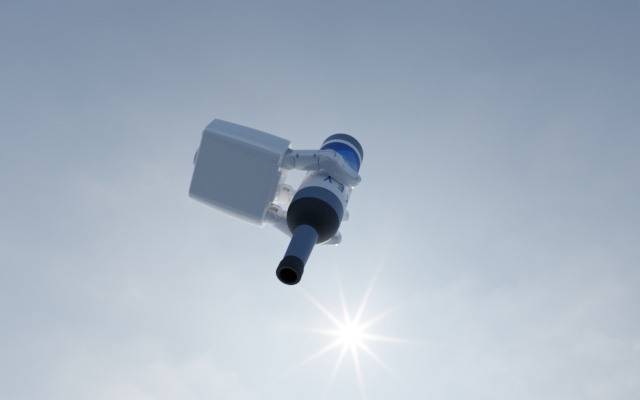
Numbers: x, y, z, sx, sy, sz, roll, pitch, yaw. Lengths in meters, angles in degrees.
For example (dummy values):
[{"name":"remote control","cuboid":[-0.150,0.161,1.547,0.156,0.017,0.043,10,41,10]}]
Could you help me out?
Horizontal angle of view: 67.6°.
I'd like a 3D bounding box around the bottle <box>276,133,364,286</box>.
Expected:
[{"name":"bottle","cuboid":[0.000,0.002,0.605,0.069,0.069,0.295,0,30,15]}]
